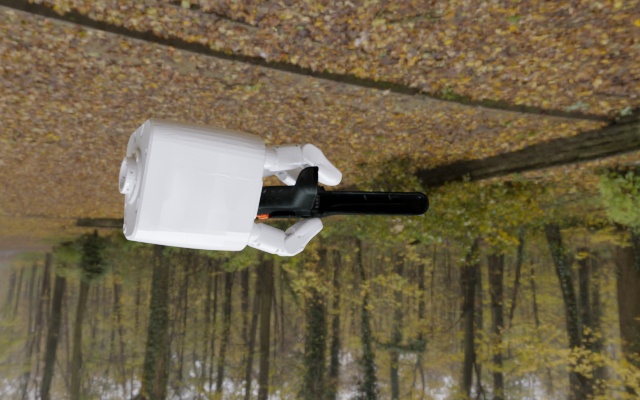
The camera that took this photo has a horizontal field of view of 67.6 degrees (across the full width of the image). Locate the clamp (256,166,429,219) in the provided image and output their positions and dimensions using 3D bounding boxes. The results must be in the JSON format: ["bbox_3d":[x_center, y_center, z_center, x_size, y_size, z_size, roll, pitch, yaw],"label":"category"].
[{"bbox_3d":[0.000,0.003,0.524,0.164,0.036,0.210,11,-12,-33],"label":"clamp"}]
